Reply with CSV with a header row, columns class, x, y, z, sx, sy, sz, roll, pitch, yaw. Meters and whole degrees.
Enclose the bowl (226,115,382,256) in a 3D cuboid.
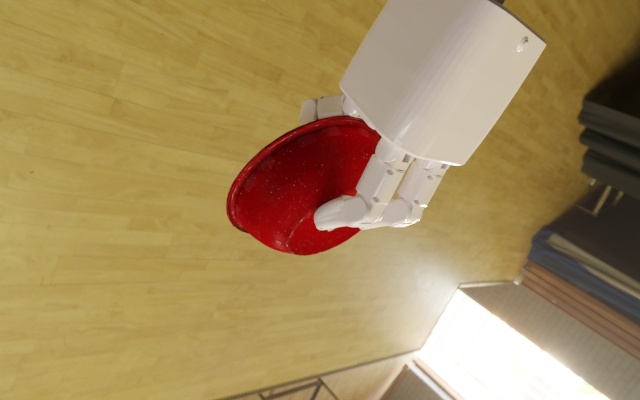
class,x,y,z,sx,sy,sz,roll,pitch,yaw
bowl,0.000,0.003,0.433,0.162,0.055,0.162,-23,-28,-14
